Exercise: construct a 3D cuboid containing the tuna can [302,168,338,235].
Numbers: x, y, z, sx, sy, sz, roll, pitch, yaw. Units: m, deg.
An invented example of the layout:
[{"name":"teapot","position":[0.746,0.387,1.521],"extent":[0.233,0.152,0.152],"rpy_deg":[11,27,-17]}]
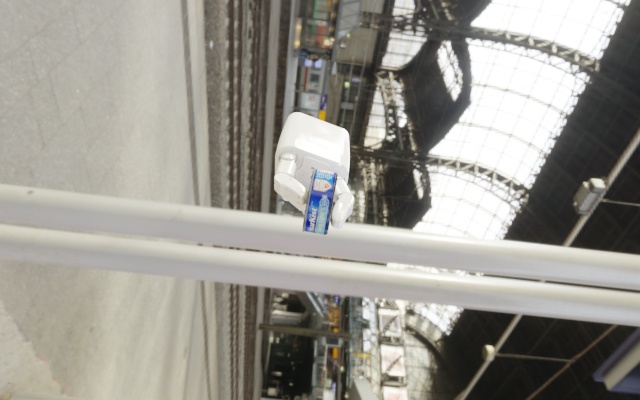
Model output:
[{"name":"tuna can","position":[0.001,0.002,0.634],"extent":[0.034,0.086,0.086],"rpy_deg":[10,0,1]}]
